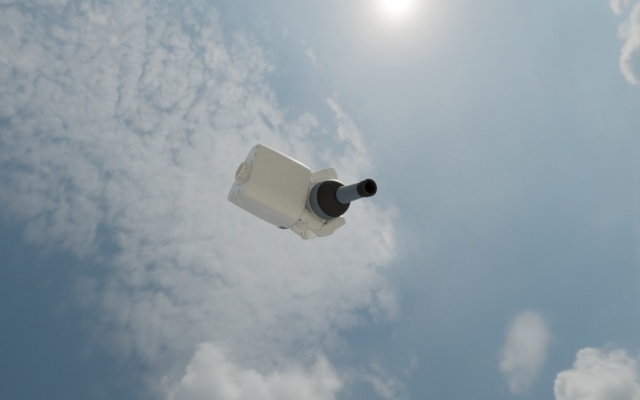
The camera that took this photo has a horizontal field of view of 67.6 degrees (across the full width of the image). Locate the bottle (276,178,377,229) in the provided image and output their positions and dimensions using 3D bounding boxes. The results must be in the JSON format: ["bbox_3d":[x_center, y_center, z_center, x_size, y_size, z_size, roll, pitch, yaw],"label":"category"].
[{"bbox_3d":[0.000,0.003,0.837,0.069,0.069,0.296,0,-9,-31],"label":"bottle"}]
